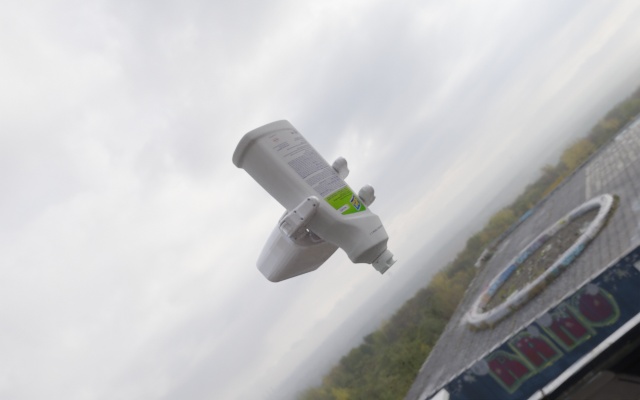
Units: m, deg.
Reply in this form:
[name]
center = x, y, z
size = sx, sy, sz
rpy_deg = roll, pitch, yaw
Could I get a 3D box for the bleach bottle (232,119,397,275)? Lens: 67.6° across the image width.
[bleach bottle]
center = 0.000, 0.002, 0.640
size = 0.102, 0.251, 0.068
rpy_deg = -32, -17, -46
